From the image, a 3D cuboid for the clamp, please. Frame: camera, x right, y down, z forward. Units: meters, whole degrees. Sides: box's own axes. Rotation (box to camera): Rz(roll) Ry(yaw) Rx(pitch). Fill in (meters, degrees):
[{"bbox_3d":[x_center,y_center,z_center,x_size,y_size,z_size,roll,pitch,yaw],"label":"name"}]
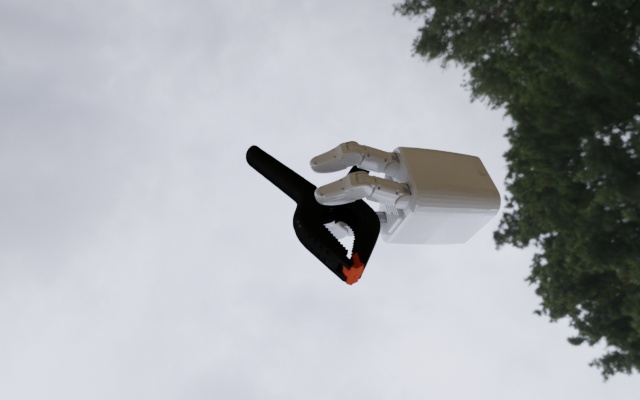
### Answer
[{"bbox_3d":[0.000,0.003,0.531,0.164,0.036,0.209,2,42,-11],"label":"clamp"}]
